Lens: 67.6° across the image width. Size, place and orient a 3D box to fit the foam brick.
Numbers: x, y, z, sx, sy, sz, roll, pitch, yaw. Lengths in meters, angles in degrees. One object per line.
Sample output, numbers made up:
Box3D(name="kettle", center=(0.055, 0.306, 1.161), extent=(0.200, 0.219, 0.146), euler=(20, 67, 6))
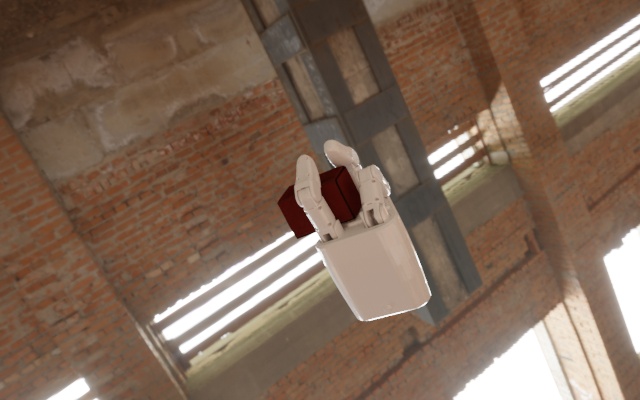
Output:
Box3D(name="foam brick", center=(0.000, 0.002, 0.549), extent=(0.078, 0.051, 0.053), euler=(-20, 17, 23))
